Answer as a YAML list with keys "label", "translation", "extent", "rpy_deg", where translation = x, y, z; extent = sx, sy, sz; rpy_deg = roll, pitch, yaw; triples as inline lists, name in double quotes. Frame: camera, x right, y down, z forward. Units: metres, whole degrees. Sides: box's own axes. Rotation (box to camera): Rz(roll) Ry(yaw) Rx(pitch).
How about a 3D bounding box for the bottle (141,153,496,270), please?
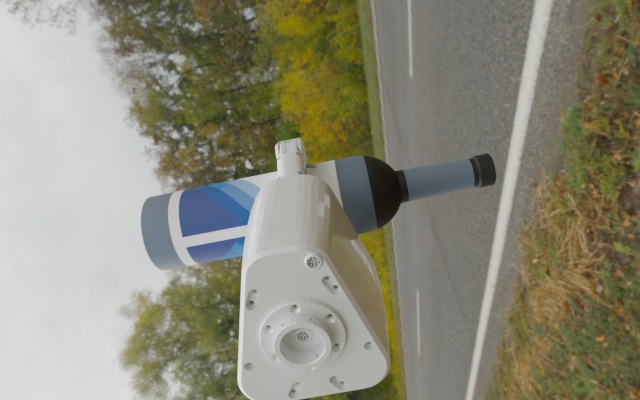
- label: "bottle"
  translation: [0.000, 0.001, 0.414]
  extent: [0.296, 0.069, 0.069]
  rpy_deg: [-11, -1, 4]
